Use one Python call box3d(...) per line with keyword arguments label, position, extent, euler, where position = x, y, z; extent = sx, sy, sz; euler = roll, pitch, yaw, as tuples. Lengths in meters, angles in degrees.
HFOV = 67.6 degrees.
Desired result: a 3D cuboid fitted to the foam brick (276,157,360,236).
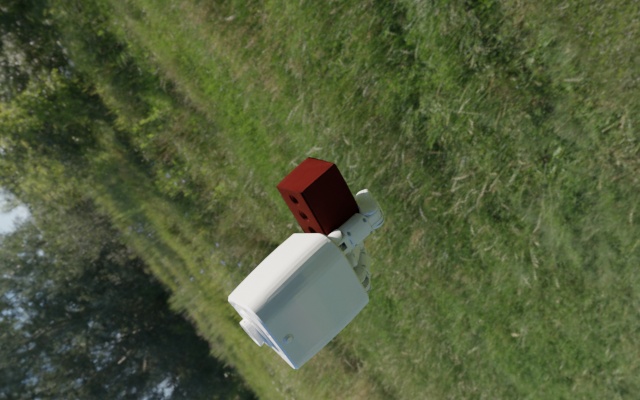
box3d(label="foam brick", position=(0.000, 0.001, 0.510), extent=(0.051, 0.078, 0.053), euler=(-41, 29, -20))
